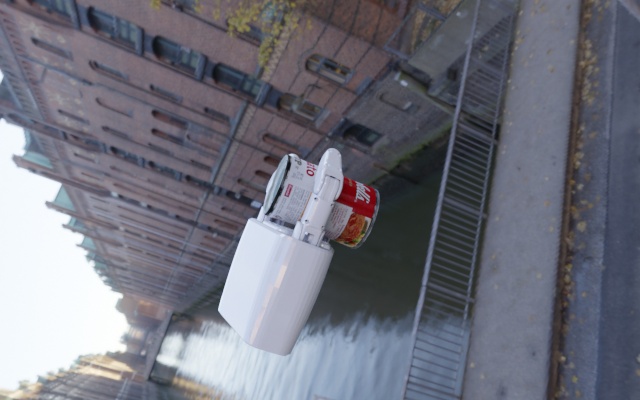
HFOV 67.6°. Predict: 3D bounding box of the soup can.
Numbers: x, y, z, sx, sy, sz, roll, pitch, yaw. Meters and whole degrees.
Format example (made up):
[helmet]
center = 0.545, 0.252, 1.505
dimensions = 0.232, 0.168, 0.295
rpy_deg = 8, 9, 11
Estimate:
[soup can]
center = 0.000, 0.001, 0.493
dimensions = 0.102, 0.068, 0.068
rpy_deg = 21, -5, -14
